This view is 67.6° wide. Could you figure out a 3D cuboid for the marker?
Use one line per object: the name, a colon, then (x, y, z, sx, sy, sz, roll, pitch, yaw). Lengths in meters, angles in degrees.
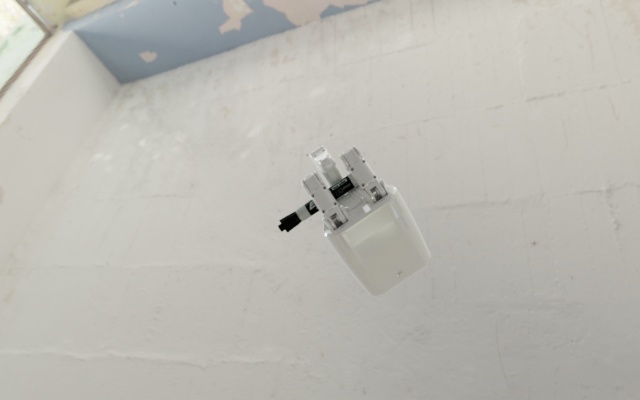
marker: (0.000, 0.002, 0.588, 0.121, 0.020, 0.020, -33, -1, 1)
